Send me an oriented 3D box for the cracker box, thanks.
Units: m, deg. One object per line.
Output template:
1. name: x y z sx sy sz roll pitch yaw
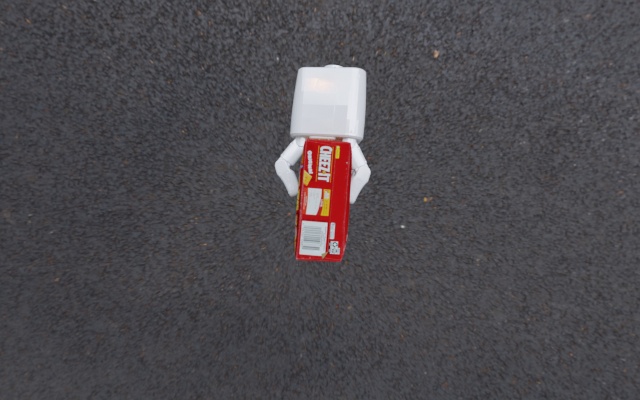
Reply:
1. cracker box: 0.000 0.002 0.736 0.072 0.164 0.214 4 -2 -2
